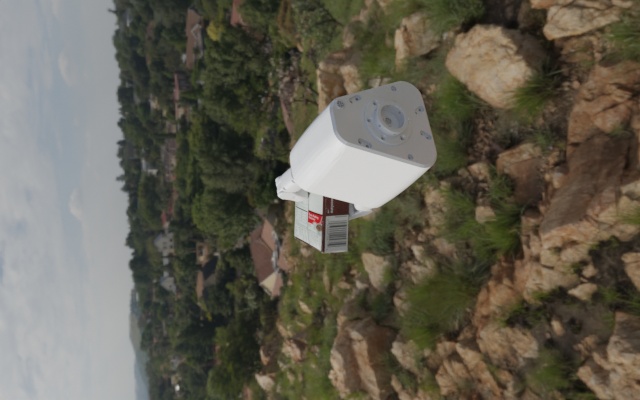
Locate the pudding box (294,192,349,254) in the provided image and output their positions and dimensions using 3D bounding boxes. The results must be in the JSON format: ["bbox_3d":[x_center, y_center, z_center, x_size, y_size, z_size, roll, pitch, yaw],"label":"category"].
[{"bbox_3d":[0.000,0.002,0.599,0.039,0.113,0.090,-1,9,-25],"label":"pudding box"}]
